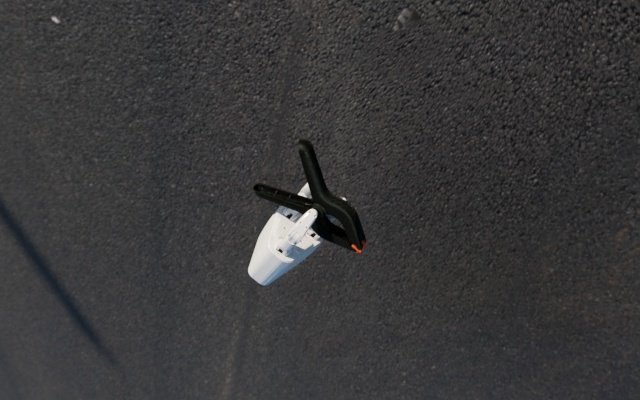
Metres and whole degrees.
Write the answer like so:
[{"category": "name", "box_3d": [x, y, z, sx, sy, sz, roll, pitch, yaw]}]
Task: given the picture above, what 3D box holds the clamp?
[{"category": "clamp", "box_3d": [0.000, 0.003, 0.778, 0.165, 0.210, 0.036, -48, 4, 47]}]
